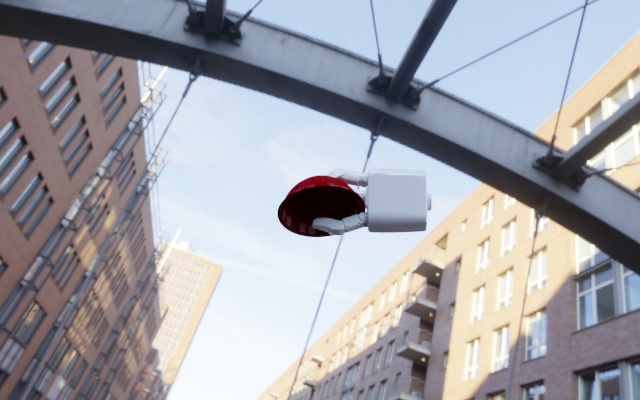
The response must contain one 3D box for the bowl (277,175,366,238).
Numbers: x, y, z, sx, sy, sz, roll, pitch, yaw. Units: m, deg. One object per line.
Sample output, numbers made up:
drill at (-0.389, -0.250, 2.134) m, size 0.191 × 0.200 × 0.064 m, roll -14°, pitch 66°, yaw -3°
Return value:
bowl at (-0.001, 0.003, 0.883) m, size 0.162 × 0.055 × 0.162 m, roll -4°, pitch -37°, yaw -3°
